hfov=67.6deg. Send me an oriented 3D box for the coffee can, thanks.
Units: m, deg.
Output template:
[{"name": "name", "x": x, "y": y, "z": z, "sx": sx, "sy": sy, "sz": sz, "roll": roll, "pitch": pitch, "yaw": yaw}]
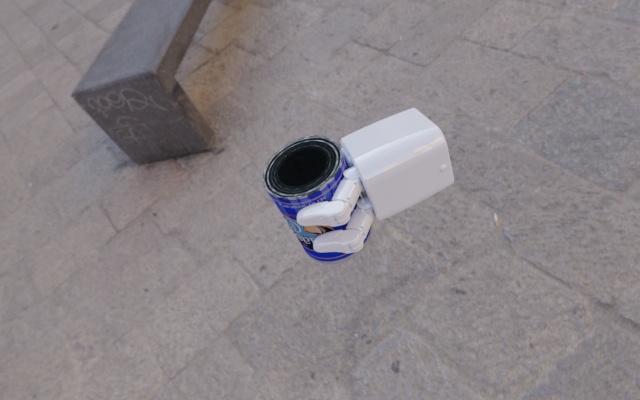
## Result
[{"name": "coffee can", "x": 0.000, "y": 0.002, "z": 0.615, "sx": 0.103, "sy": 0.102, "sz": 0.140, "roll": 0, "pitch": -39, "yaw": 25}]
